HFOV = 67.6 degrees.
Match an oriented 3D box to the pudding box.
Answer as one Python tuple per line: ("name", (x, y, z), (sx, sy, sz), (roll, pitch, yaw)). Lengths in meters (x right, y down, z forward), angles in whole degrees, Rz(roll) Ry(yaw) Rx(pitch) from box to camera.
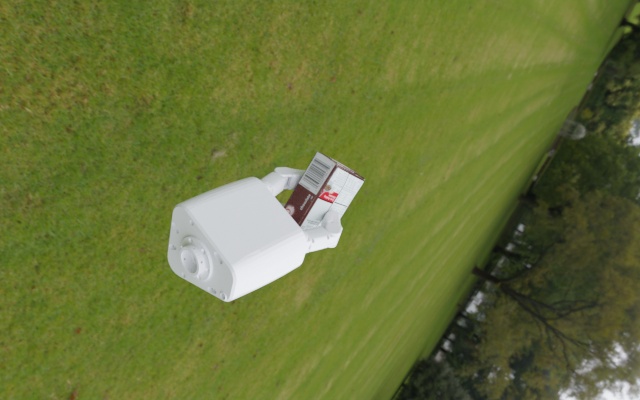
("pudding box", (0.000, 0.002, 0.620), (0.039, 0.113, 0.090), (37, 8, 28))
